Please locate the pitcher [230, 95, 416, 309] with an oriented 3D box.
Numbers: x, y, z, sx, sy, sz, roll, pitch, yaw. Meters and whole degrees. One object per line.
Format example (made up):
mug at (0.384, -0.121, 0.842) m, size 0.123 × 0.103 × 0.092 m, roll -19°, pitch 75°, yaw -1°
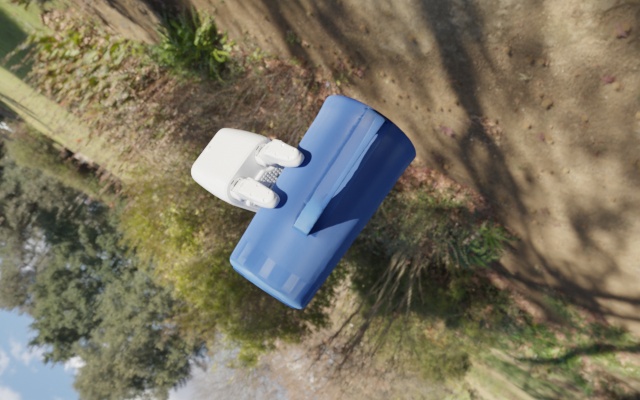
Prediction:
pitcher at (0.000, 0.002, 0.572) m, size 0.145 × 0.243 × 0.149 m, roll 24°, pitch -13°, yaw 44°
